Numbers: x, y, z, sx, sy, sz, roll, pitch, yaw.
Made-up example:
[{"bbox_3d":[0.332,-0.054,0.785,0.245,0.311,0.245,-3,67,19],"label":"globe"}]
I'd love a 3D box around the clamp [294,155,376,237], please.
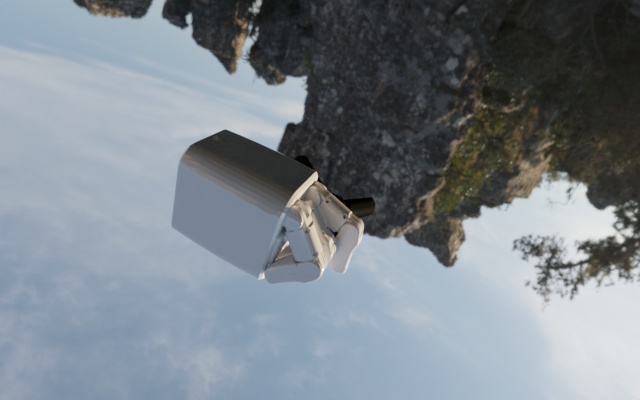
[{"bbox_3d":[0.000,0.002,0.546,0.120,0.039,0.171,30,21,4],"label":"clamp"}]
